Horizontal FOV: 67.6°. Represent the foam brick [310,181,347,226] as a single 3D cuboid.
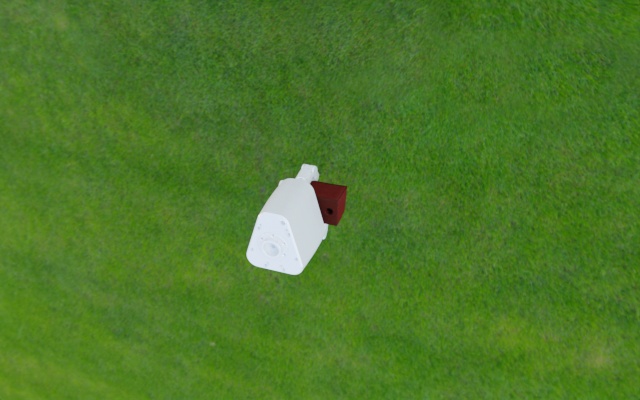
[{"bbox_3d":[0.000,0.003,0.806,0.078,0.053,0.051,10,32,14],"label":"foam brick"}]
